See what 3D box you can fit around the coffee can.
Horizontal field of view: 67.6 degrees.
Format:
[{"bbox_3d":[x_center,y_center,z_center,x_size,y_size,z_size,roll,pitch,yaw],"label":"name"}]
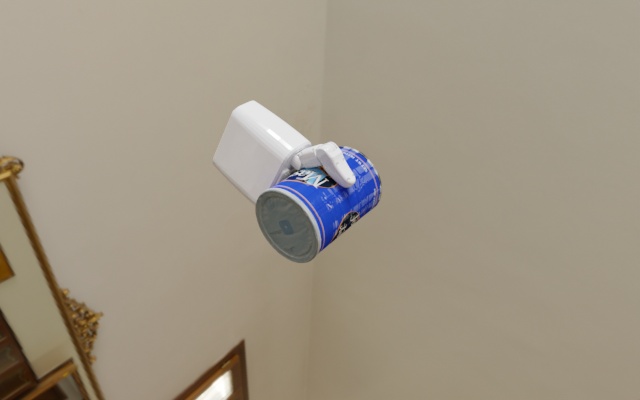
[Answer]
[{"bbox_3d":[0.000,0.002,0.627,0.103,0.103,0.140,0,27,44],"label":"coffee can"}]
